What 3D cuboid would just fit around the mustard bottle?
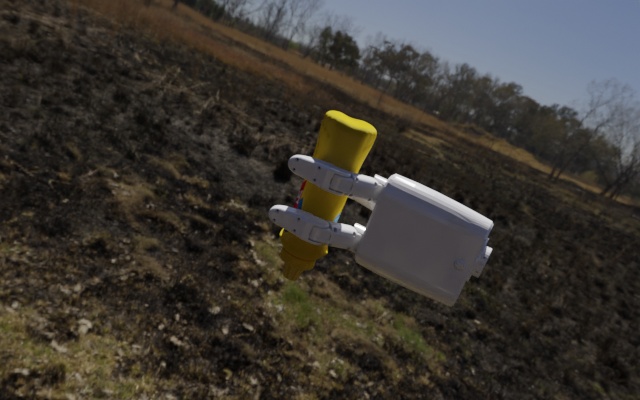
[{"bbox_3d":[0.000,0.001,0.520,0.058,0.192,0.096,20,15,-5],"label":"mustard bottle"}]
